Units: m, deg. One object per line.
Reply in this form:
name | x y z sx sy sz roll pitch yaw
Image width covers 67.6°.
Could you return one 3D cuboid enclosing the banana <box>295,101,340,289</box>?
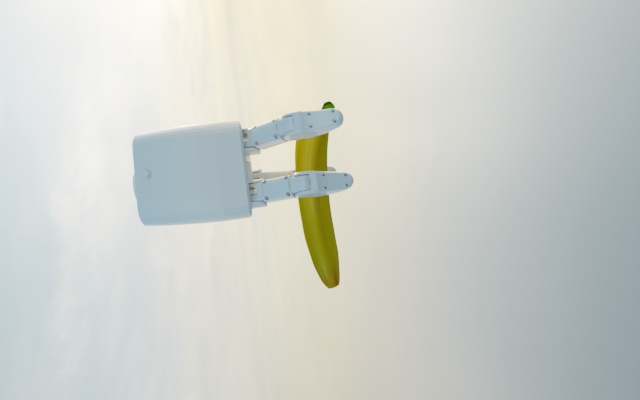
banana | -0.004 -0.006 0.517 0.037 0.198 0.069 -7 14 -12
